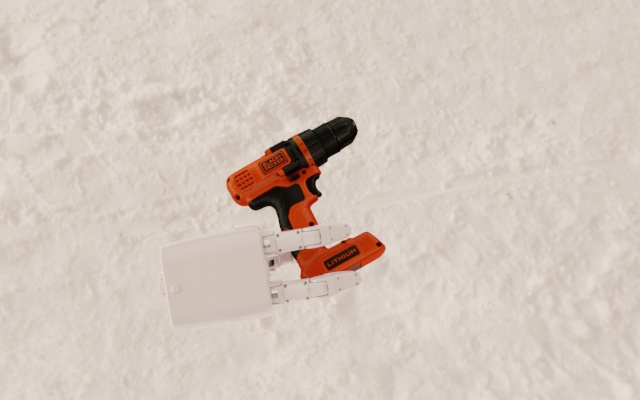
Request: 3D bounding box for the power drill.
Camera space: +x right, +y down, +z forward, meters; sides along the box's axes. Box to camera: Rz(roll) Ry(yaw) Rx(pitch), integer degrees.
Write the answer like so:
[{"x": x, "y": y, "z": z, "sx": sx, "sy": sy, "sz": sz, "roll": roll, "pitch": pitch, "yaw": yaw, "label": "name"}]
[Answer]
[{"x": 0.000, "y": 0.002, "z": 0.589, "sx": 0.184, "sy": 0.187, "sz": 0.057, "roll": -31, "pitch": -19, "yaw": -4, "label": "power drill"}]
